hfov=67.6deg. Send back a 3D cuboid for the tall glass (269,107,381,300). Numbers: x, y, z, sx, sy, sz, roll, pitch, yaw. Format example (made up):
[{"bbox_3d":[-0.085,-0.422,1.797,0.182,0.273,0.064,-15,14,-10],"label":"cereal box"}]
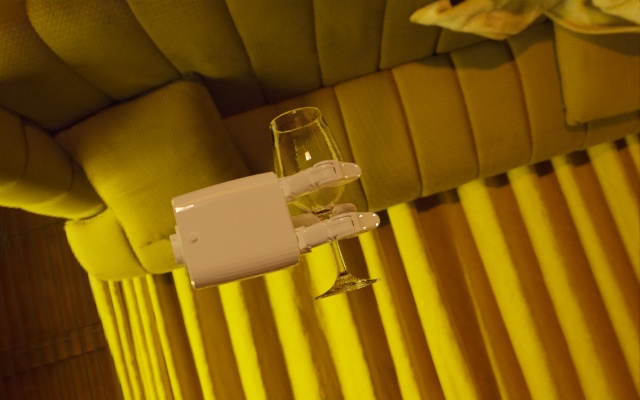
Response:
[{"bbox_3d":[0.000,0.002,0.525,0.079,0.201,0.079,-16,-9,-3],"label":"tall glass"}]
